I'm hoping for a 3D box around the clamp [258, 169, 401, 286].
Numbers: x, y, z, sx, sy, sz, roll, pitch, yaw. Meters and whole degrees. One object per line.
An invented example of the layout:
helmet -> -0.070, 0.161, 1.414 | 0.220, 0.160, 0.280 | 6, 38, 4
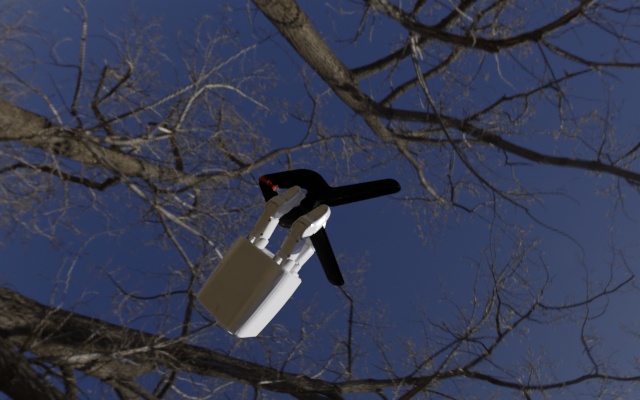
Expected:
clamp -> 0.000, 0.003, 0.684 | 0.210, 0.164, 0.036 | 33, -10, 32
